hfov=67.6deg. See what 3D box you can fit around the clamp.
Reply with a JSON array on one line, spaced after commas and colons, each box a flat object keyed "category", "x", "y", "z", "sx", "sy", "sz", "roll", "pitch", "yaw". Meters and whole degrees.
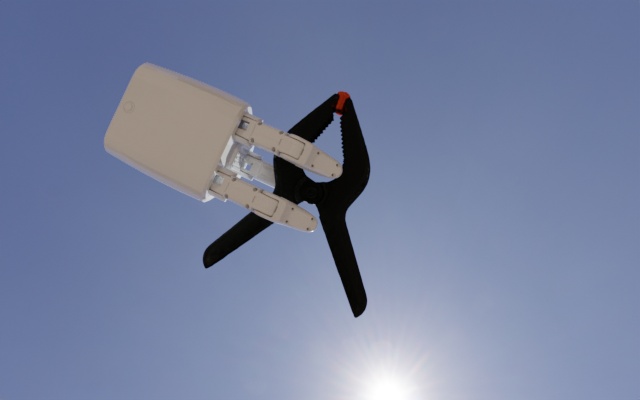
[{"category": "clamp", "x": 0.000, "y": 0.001, "z": 0.464, "sx": 0.164, "sy": 0.210, "sz": 0.036, "roll": 25, "pitch": -1, "yaw": 1}]
